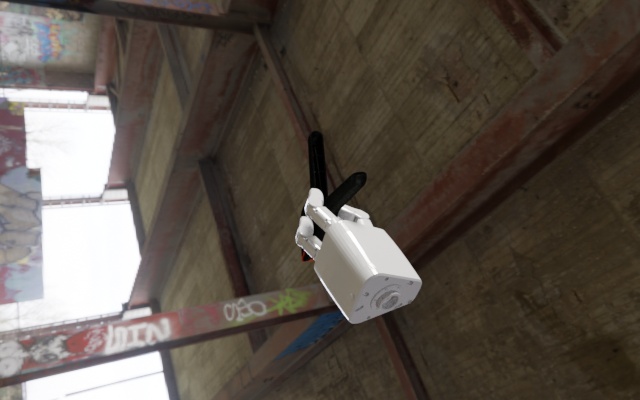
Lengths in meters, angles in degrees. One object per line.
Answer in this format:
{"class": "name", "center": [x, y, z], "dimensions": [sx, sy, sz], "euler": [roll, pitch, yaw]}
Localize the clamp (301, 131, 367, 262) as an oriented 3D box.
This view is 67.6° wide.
{"class": "clamp", "center": [0.001, 0.003, 0.763], "dimensions": [0.036, 0.210, 0.164], "euler": [0, 36, -27]}
